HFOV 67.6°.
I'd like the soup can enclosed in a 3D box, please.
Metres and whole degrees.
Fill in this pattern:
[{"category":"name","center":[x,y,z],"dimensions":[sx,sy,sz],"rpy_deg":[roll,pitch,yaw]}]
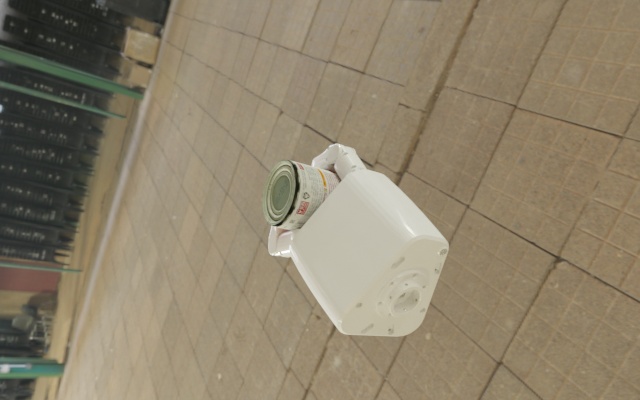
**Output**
[{"category":"soup can","center":[0.000,0.001,0.490],"dimensions":[0.102,0.068,0.068],"rpy_deg":[13,-7,-33]}]
